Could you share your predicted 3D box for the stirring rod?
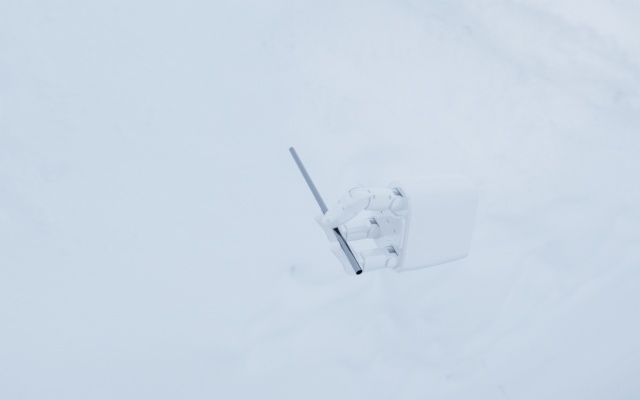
[{"bbox_3d":[0.000,0.002,0.592,0.011,0.011,0.239,0,38,-26],"label":"stirring rod"}]
